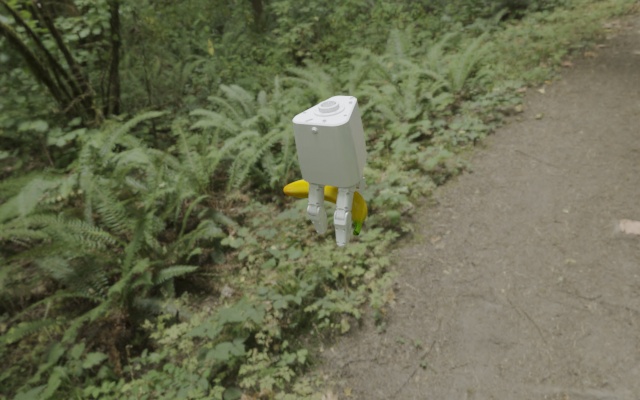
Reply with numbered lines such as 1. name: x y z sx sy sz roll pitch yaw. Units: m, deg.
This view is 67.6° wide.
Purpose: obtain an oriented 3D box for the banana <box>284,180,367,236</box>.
1. banana: 0.016 -0.006 0.825 0.069 0.037 0.197 -34 40 -26
